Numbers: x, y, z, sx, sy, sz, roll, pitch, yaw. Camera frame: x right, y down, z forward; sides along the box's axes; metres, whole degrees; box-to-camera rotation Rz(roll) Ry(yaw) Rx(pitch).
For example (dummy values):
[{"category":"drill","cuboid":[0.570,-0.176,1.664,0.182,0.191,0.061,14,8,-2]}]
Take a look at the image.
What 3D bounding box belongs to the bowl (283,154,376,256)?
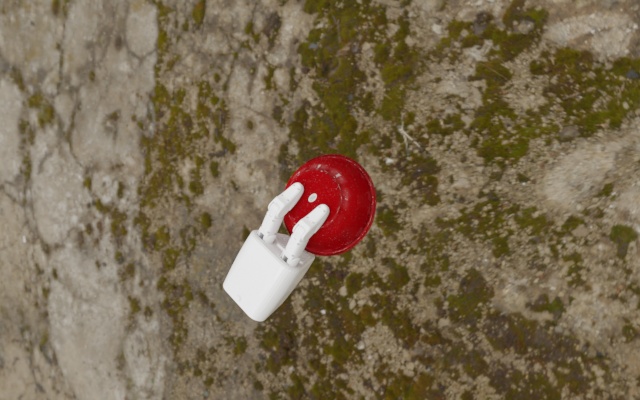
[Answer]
[{"category":"bowl","cuboid":[0.000,0.001,0.723,0.162,0.162,0.055,0,-9,26]}]
